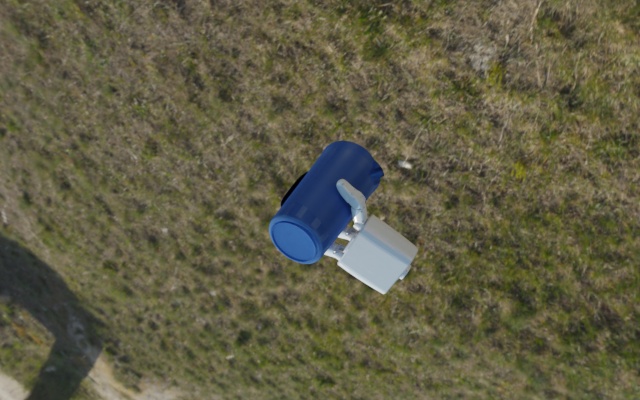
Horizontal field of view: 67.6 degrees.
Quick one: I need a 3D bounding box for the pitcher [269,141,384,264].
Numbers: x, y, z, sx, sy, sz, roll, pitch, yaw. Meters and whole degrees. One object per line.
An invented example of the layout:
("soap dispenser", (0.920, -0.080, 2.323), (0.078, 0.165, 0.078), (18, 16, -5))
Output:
("pitcher", (0.000, 0.003, 0.900), (0.242, 0.145, 0.149), (-51, -5, -43))
